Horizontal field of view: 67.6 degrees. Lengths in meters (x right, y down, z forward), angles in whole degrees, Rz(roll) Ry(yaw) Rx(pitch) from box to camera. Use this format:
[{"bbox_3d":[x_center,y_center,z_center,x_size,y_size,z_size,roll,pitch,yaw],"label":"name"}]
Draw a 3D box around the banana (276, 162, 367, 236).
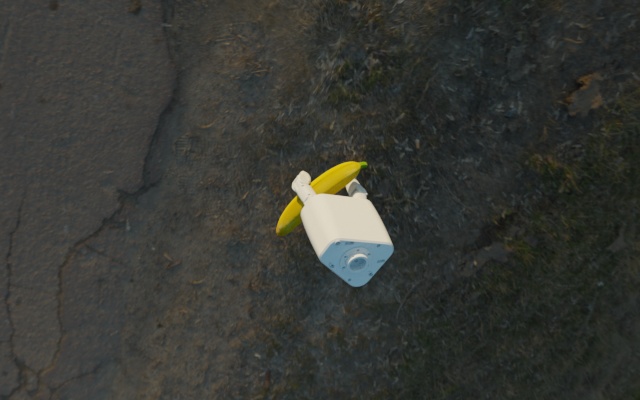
[{"bbox_3d":[-0.004,-0.006,0.798,0.198,0.037,0.070,-37,-28,5],"label":"banana"}]
